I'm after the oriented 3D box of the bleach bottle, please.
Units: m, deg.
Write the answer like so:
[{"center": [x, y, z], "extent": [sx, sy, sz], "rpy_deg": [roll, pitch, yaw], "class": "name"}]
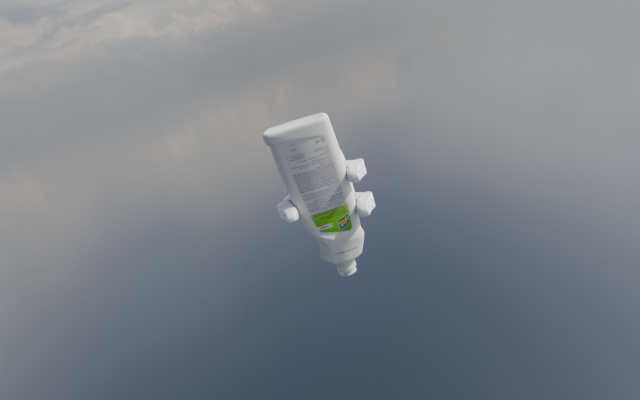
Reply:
[{"center": [0.000, 0.002, 0.722], "extent": [0.102, 0.251, 0.068], "rpy_deg": [-16, 19, 3], "class": "bleach bottle"}]
